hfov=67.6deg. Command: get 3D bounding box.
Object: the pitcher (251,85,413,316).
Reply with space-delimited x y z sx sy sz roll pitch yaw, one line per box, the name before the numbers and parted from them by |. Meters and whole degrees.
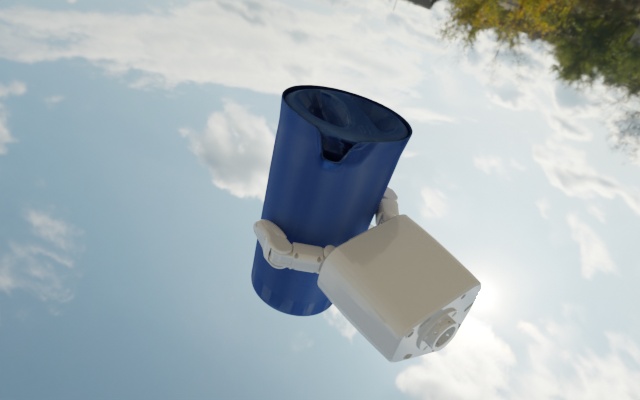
pitcher | 0.000 0.002 0.534 0.149 0.243 0.145 -9 39 -38
